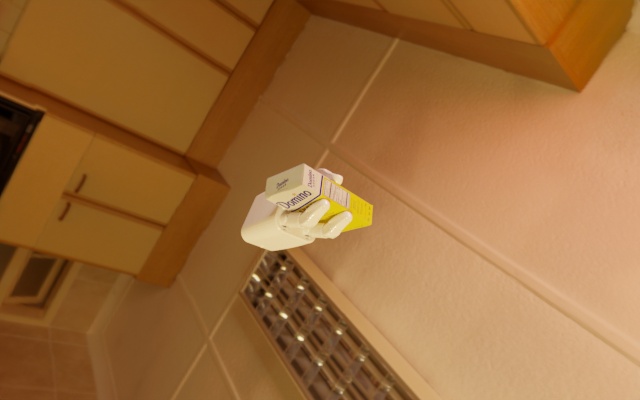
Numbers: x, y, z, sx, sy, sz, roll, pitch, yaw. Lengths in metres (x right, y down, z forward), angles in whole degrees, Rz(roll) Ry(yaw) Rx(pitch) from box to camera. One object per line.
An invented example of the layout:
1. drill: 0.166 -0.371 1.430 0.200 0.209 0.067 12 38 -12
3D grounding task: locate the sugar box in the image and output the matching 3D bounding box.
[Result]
1. sugar box: 0.000 0.003 0.817 0.093 0.048 0.176 -19 -33 41
